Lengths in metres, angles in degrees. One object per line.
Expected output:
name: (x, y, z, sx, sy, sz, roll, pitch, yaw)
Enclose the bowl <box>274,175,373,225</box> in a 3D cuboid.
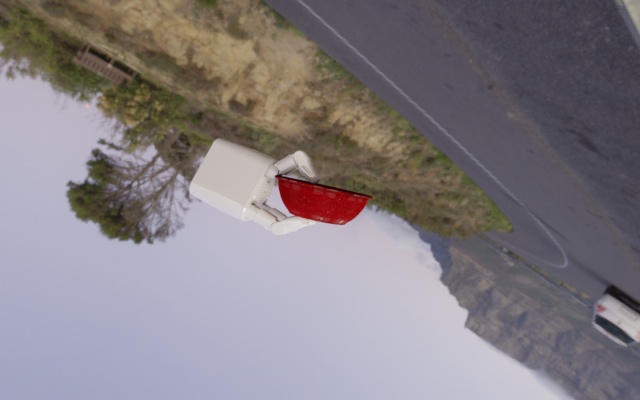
bowl: (0.001, 0.003, 0.760, 0.162, 0.055, 0.162, 12, 3, -1)
